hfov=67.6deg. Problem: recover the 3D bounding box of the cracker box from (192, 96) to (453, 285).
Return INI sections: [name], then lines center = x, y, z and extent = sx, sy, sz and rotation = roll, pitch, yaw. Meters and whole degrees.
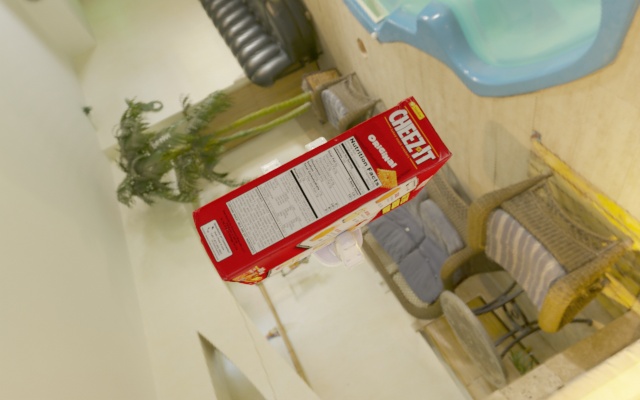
[cracker box]
center = 0.000, 0.002, 0.462
extent = 0.213, 0.072, 0.164
rotation = -29, -10, -6
